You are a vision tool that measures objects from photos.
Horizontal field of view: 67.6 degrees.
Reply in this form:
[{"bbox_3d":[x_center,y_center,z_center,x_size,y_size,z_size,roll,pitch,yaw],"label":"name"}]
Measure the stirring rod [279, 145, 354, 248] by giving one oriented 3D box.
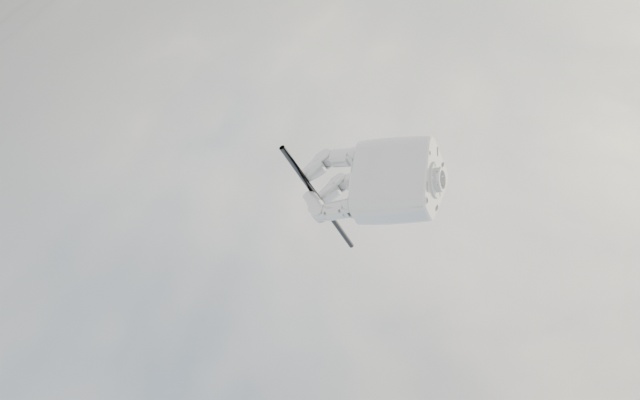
[{"bbox_3d":[0.000,0.002,0.719,0.011,0.011,0.240,0,-38,33],"label":"stirring rod"}]
